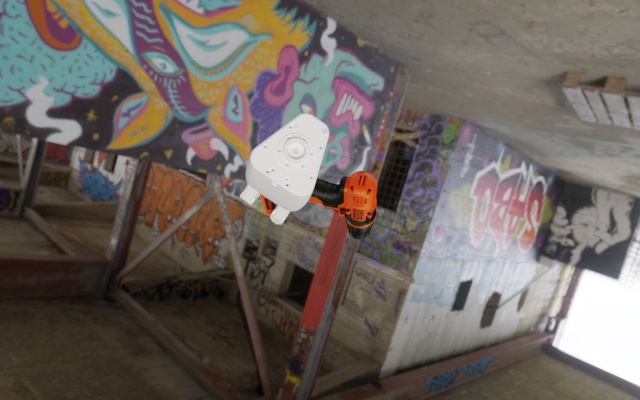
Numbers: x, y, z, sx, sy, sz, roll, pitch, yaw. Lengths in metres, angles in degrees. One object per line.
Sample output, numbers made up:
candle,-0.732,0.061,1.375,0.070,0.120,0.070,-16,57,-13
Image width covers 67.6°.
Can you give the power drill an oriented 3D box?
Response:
power drill,0.000,0.002,0.791,0.187,0.057,0.185,8,-30,7
